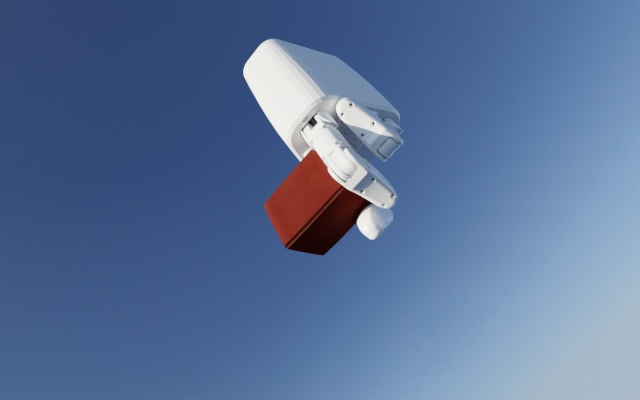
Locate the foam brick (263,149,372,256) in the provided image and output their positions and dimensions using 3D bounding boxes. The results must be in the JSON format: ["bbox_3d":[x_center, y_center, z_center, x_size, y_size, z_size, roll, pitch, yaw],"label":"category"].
[{"bbox_3d":[0.000,0.002,0.411,0.053,0.078,0.051,21,27,-51],"label":"foam brick"}]
